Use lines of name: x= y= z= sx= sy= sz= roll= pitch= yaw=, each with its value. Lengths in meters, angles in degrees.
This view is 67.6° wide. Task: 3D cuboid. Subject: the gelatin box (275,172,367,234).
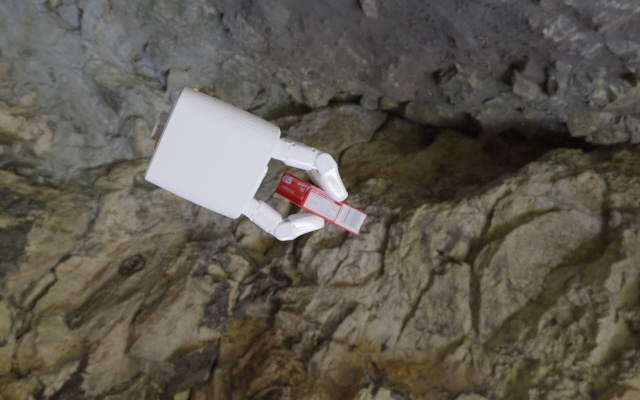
gelatin box: x=0.000 y=0.002 z=0.567 sx=0.089 sy=0.030 sz=0.073 roll=27 pitch=1 yaw=-31
